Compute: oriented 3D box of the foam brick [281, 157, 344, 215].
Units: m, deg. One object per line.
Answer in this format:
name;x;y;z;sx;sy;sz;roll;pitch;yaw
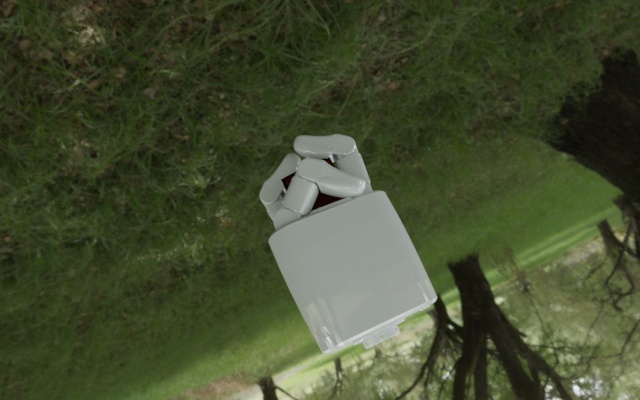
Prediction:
foam brick;0.000;0.002;0.473;0.053;0.051;0.078;-26;-18;-1
